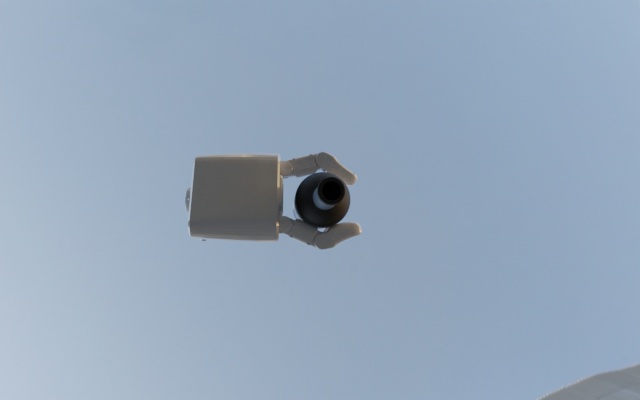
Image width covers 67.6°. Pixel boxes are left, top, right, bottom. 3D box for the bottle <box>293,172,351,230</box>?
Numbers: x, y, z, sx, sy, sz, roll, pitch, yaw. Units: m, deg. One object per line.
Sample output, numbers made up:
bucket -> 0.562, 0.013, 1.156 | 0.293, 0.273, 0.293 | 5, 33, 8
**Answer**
bottle -> 0.000, 0.002, 0.606 | 0.069, 0.069, 0.296 | 0, -4, -4
